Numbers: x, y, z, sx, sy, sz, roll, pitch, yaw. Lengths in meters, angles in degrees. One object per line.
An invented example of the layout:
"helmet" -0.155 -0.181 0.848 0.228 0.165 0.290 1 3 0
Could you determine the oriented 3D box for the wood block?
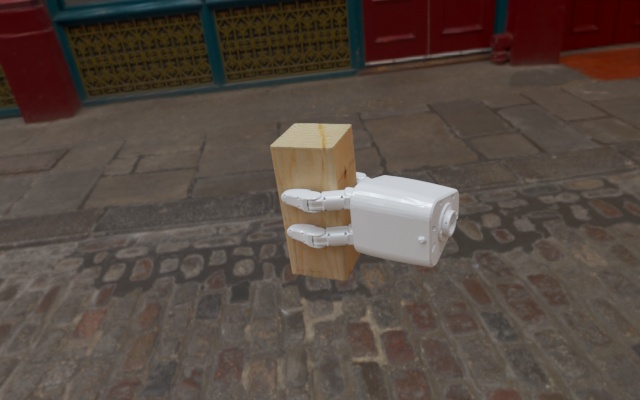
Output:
"wood block" 0.001 0.002 0.688 0.090 0.206 0.090 4 30 20
